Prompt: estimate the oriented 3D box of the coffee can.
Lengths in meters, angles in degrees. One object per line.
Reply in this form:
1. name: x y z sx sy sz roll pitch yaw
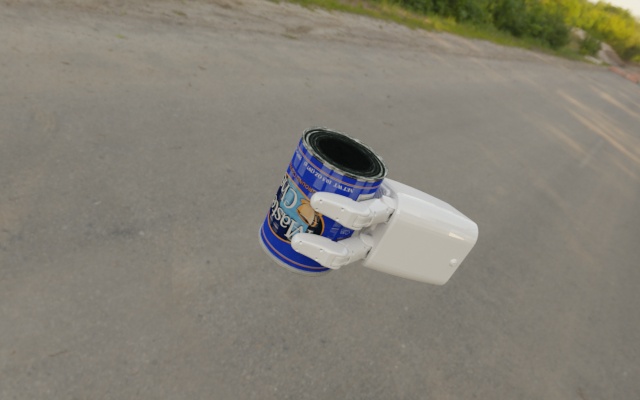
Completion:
1. coffee can: 0.000 0.002 0.548 0.103 0.140 0.102 20 30 -12
